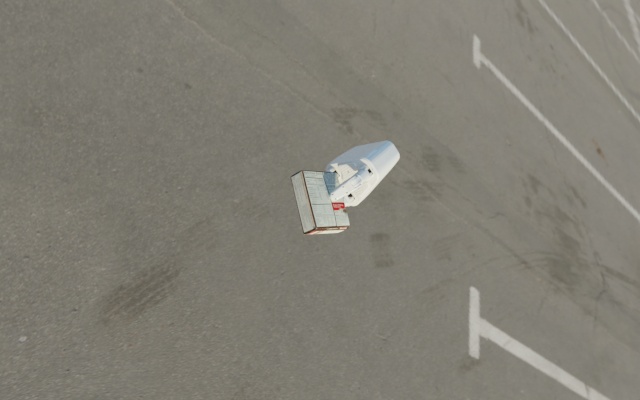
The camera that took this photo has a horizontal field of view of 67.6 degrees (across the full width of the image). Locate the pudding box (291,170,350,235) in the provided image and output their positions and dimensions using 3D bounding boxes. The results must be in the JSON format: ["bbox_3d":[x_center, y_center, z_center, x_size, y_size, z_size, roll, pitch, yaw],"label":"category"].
[{"bbox_3d":[0.000,0.003,0.864,0.090,0.113,0.039,0,-21,-43],"label":"pudding box"}]
